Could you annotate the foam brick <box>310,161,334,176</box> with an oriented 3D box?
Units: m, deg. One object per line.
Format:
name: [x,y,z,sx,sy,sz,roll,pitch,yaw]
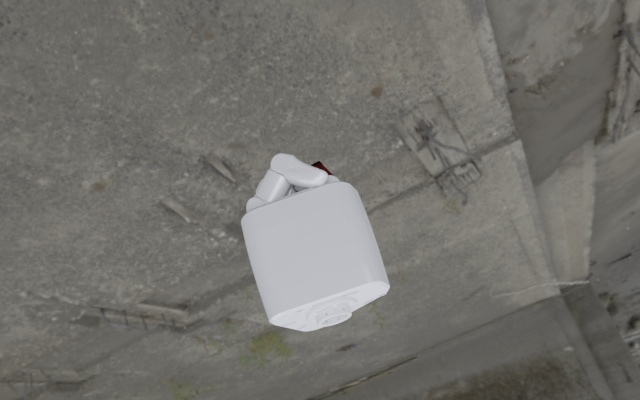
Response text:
foam brick: [0.000,0.002,0.538,0.053,0.051,0.078,-28,-29,14]
